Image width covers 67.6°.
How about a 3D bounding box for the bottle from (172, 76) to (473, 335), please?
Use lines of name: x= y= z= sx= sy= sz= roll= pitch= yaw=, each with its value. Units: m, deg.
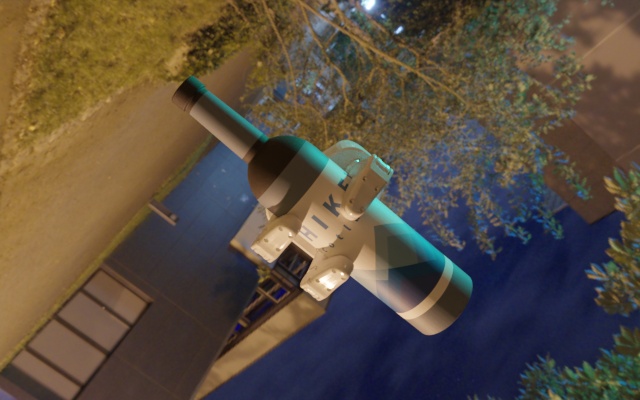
bottle: x=0.000 y=0.002 z=0.409 sx=0.296 sy=0.069 sz=0.069 roll=39 pitch=-7 yaw=-8
